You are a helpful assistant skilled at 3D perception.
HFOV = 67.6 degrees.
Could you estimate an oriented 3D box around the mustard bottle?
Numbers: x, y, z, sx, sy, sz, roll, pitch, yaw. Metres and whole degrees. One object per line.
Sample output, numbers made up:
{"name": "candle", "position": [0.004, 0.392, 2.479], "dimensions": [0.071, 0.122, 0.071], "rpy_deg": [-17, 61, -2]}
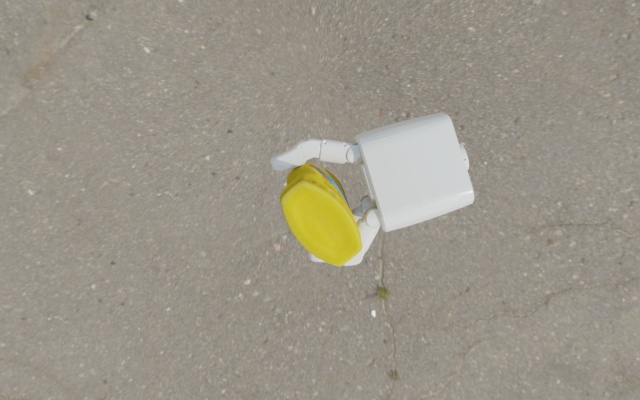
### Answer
{"name": "mustard bottle", "position": [0.000, 0.002, 0.552], "dimensions": [0.058, 0.096, 0.191], "rpy_deg": [-41, 11, 9]}
